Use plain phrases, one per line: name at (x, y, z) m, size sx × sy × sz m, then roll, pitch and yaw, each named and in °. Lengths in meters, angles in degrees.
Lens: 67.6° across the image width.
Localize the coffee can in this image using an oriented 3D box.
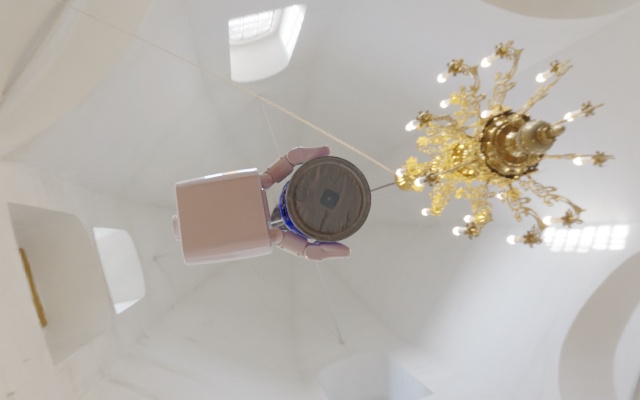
coffee can at (0.000, 0.002, 0.631) m, size 0.103 × 0.103 × 0.140 m, roll 0°, pitch -3°, yaw -9°
